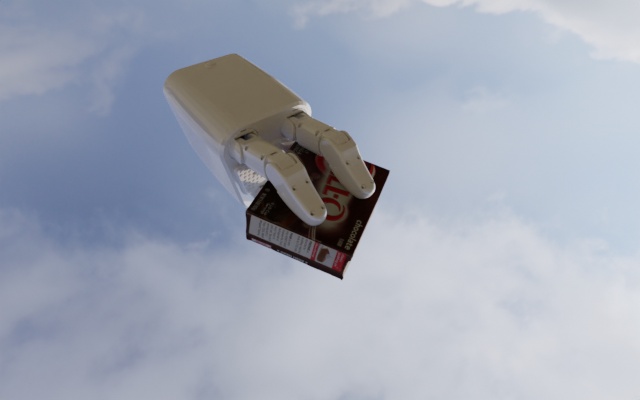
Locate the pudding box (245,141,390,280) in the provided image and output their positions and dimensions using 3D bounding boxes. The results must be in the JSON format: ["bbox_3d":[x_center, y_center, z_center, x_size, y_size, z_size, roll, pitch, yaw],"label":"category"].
[{"bbox_3d":[0.000,0.001,0.406,0.090,0.039,0.113,21,48,8],"label":"pudding box"}]
